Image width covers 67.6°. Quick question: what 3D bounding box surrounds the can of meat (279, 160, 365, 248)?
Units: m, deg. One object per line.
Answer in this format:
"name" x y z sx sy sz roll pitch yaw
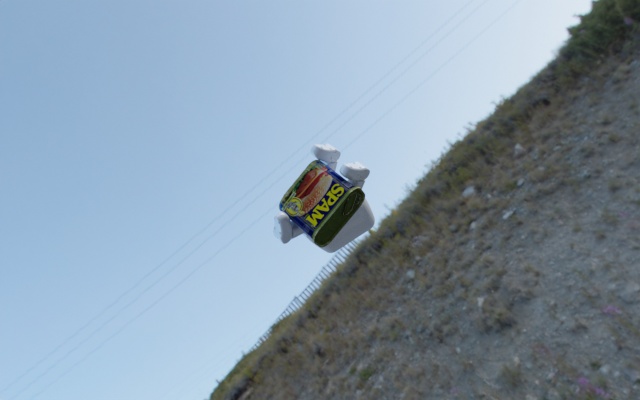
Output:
"can of meat" 0.000 0.002 0.699 0.084 0.102 0.057 39 -1 28
